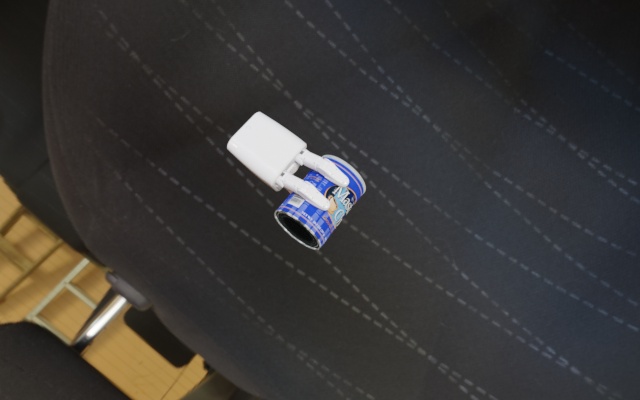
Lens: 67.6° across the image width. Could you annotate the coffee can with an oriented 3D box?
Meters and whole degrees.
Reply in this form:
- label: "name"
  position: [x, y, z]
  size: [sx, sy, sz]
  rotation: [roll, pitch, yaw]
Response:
- label: "coffee can"
  position: [0.000, 0.003, 0.857]
  size: [0.103, 0.140, 0.103]
  rotation: [34, -21, 15]
